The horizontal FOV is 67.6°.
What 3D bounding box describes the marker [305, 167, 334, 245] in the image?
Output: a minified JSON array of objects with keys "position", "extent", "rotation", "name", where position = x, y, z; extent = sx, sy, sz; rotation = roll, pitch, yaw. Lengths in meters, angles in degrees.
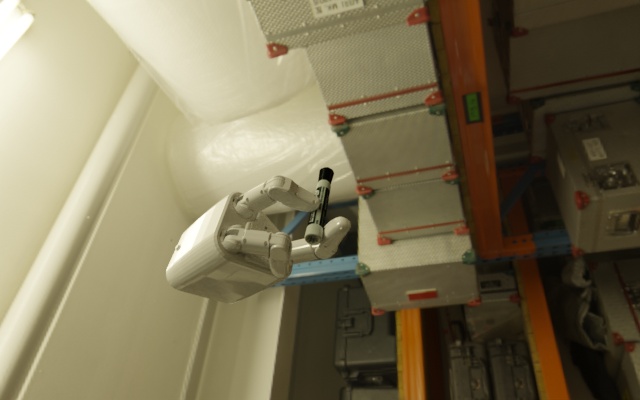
[{"position":[0.000,0.002,0.558],"extent":[0.020,0.020,0.121],"rotation":[0,42,11],"name":"marker"}]
